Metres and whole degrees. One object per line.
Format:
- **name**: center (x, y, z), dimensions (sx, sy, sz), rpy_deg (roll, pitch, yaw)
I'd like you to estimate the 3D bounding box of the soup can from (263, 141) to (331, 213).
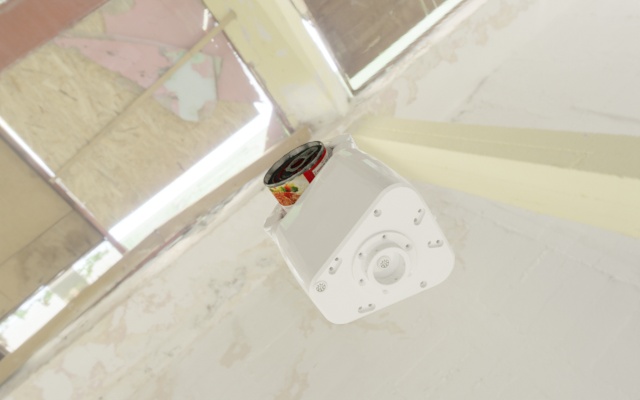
- **soup can**: center (0.000, 0.002, 0.473), dimensions (0.068, 0.102, 0.068), rpy_deg (-29, 25, 14)
